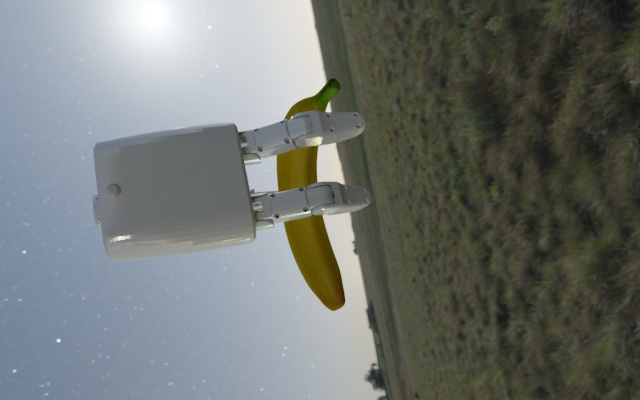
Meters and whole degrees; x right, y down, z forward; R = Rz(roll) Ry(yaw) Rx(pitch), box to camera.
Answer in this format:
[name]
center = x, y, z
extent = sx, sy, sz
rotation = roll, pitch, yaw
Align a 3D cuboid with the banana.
[banana]
center = -0.011, -0.003, 0.424
extent = 0.037, 0.198, 0.069
rotation = -7, 7, -34
